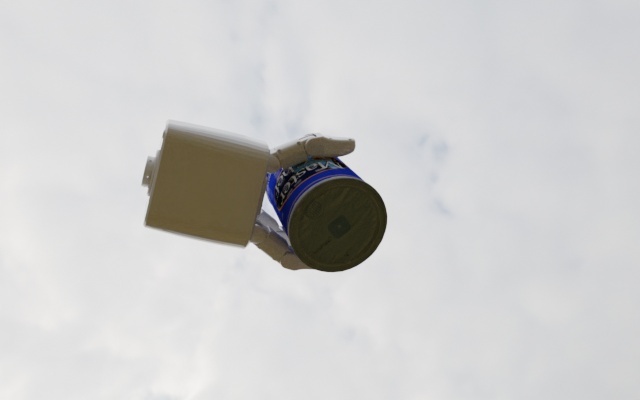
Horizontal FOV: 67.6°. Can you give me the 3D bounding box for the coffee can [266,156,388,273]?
[{"bbox_3d":[0.000,0.002,0.533,0.103,0.103,0.140,0,21,-17],"label":"coffee can"}]
